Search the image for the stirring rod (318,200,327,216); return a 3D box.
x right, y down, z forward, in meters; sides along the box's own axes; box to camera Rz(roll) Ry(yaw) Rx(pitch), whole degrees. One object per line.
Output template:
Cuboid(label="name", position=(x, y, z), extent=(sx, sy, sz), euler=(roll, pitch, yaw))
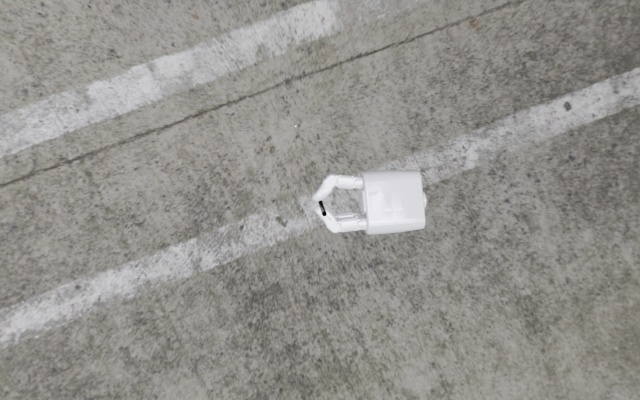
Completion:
Cuboid(label="stirring rod", position=(0.000, 0.003, 0.870), extent=(0.011, 0.011, 0.239), euler=(0, 9, -3))
